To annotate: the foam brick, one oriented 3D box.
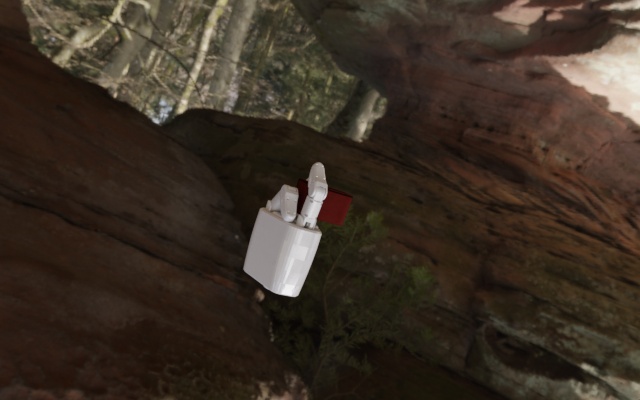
[{"bbox_3d":[0.000,0.002,0.753,0.078,0.051,0.053,16,5,-25],"label":"foam brick"}]
